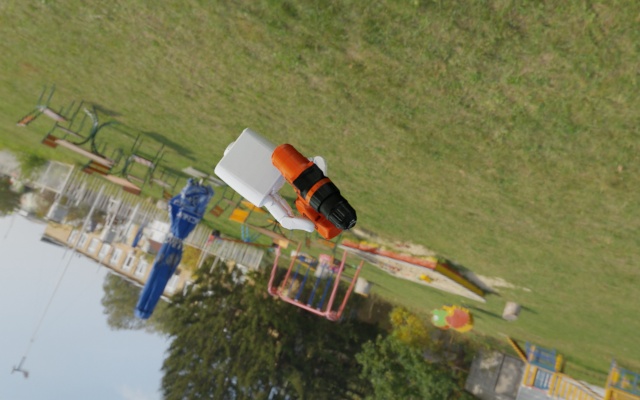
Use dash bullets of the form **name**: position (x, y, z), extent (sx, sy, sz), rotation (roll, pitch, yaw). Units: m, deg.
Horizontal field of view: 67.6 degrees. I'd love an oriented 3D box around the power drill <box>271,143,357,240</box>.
- **power drill**: position (0.000, 0.003, 0.821), extent (0.057, 0.184, 0.188), rotation (-39, -22, -9)
